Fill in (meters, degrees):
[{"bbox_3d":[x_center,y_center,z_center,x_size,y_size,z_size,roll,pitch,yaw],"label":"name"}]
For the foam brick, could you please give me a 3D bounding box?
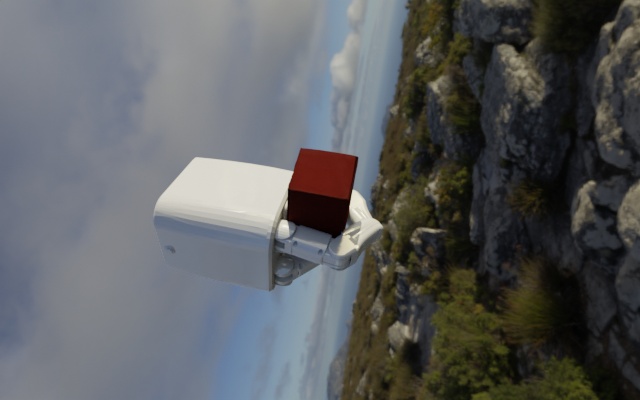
[{"bbox_3d":[0.000,0.001,0.419,0.051,0.053,0.078,11,-42,4],"label":"foam brick"}]
